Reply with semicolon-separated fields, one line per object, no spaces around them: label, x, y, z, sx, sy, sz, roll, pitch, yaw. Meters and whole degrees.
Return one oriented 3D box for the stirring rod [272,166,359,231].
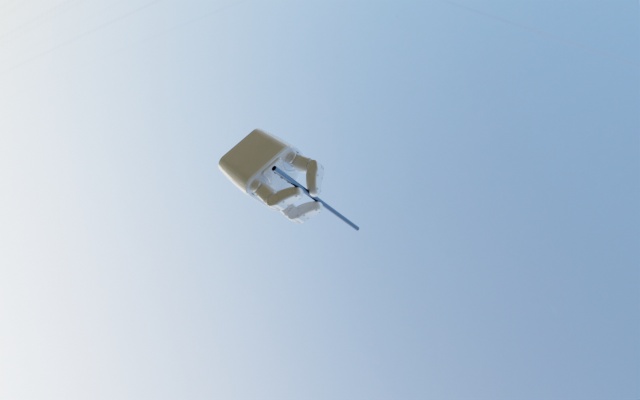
stirring rod;0.000;0.002;0.760;0.011;0.011;0.240;0;-23;36
